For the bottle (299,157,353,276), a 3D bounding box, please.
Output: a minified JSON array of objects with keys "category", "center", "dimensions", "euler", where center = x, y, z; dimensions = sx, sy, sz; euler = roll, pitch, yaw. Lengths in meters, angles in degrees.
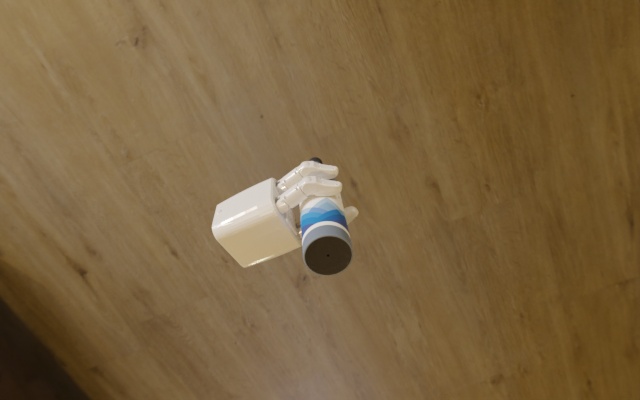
[{"category":"bottle","center":[0.000,0.003,0.753],"dimensions":[0.069,0.069,0.295],"euler":[0,29,-5]}]
